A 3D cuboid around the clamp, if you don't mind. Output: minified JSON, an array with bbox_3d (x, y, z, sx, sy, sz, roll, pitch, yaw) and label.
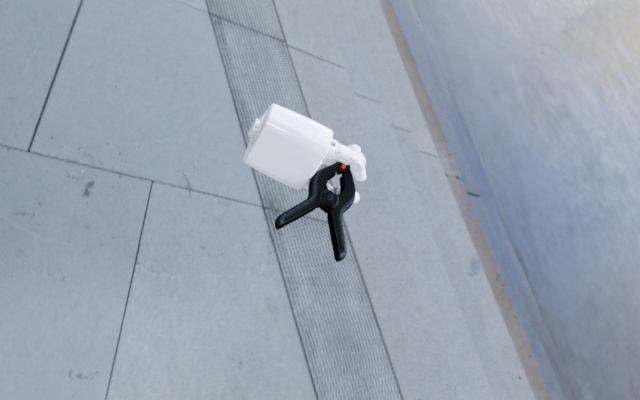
[{"bbox_3d":[0.001,0.002,0.761,0.120,0.171,0.039,24,-32,-17],"label":"clamp"}]
